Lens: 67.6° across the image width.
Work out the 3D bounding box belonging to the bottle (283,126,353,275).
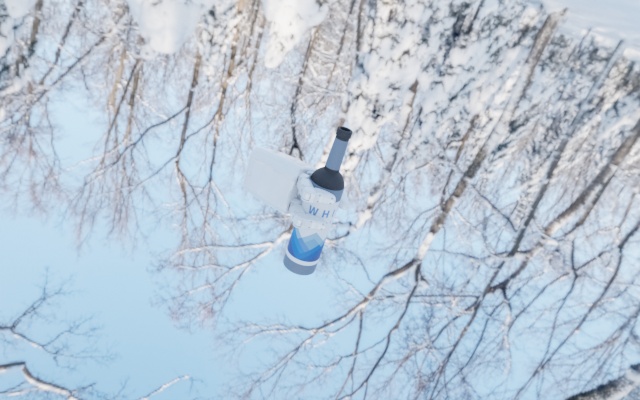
[{"bbox_3d":[0.000,0.003,0.885,0.069,0.296,0.069,15,26,-8],"label":"bottle"}]
